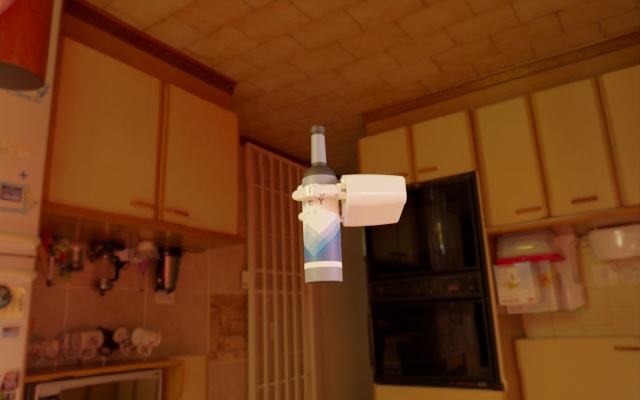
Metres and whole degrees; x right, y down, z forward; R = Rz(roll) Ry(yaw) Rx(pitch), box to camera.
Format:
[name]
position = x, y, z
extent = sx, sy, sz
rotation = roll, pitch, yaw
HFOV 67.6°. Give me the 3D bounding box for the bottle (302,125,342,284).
[bottle]
position = 0.000, 0.003, 0.885
extent = 0.069, 0.295, 0.069
rotation = -2, -14, -1
